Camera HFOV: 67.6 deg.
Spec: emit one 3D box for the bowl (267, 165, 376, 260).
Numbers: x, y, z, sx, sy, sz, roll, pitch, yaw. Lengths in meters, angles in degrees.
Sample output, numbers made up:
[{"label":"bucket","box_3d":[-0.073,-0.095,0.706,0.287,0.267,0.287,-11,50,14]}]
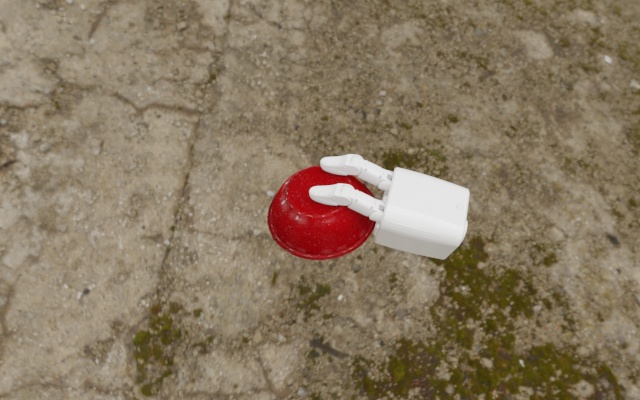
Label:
[{"label":"bowl","box_3d":[-0.001,0.002,0.675,0.162,0.162,0.055,0,-39,7]}]
